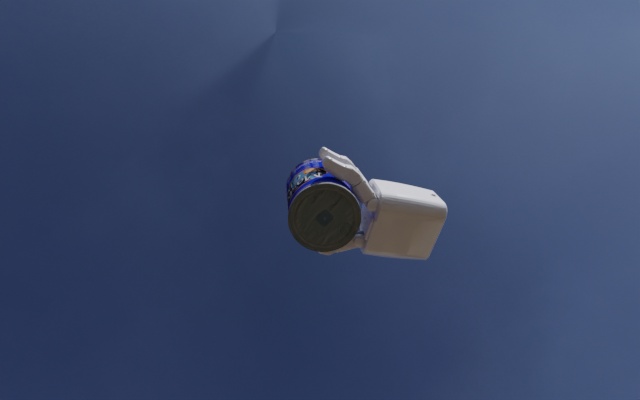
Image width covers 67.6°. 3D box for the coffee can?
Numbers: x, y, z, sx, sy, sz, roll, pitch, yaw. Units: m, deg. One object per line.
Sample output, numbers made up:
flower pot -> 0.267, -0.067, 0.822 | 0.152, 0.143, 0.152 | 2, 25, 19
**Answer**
coffee can -> 0.000, 0.002, 0.725 | 0.103, 0.103, 0.140 | 0, 19, -5
